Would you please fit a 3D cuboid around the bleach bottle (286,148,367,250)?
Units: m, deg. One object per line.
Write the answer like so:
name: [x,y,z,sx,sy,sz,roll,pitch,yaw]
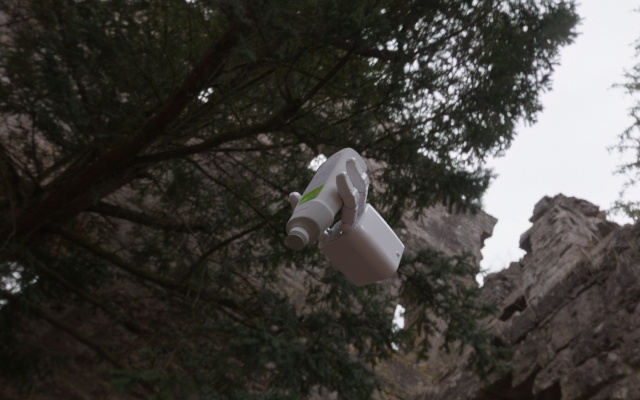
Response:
bleach bottle: [0.000,0.003,0.796,0.102,0.068,0.250,-35,12,35]
